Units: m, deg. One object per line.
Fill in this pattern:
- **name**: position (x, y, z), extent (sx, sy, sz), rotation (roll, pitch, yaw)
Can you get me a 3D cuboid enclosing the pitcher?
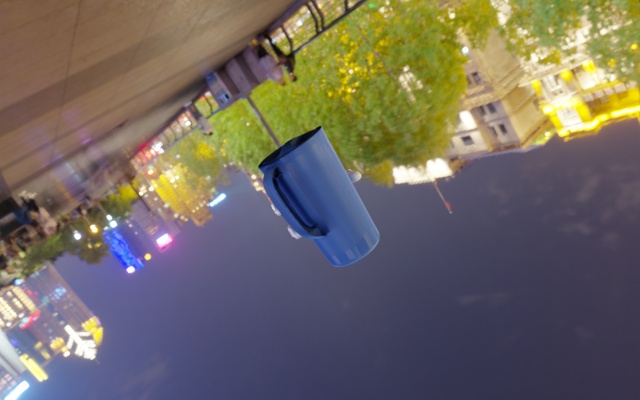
- **pitcher**: position (0.000, 0.003, 0.861), extent (0.149, 0.243, 0.145), rotation (-34, 14, -7)
